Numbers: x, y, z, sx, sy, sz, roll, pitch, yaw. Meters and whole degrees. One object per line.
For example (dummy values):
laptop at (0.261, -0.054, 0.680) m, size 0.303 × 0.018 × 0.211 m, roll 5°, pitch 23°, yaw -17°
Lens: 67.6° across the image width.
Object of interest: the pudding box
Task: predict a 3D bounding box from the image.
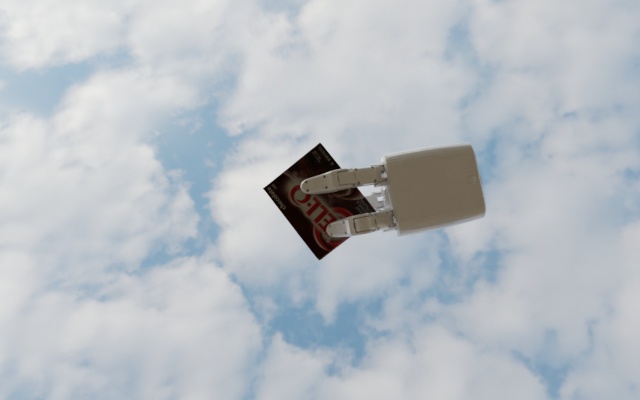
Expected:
pudding box at (0.000, 0.002, 0.581) m, size 0.090 × 0.113 × 0.039 m, roll -39°, pitch -6°, yaw 0°
